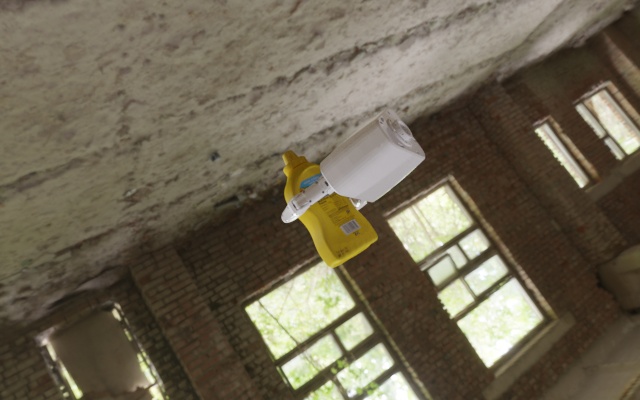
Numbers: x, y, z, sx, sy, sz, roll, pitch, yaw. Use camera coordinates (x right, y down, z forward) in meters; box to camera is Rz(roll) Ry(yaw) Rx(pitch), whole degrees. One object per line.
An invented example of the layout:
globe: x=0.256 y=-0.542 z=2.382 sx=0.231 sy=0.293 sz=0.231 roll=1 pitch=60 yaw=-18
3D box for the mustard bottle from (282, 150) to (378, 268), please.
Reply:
mustard bottle: x=0.000 y=0.003 z=0.733 sx=0.096 sy=0.191 sz=0.058 roll=-25 pitch=-14 yaw=-38
